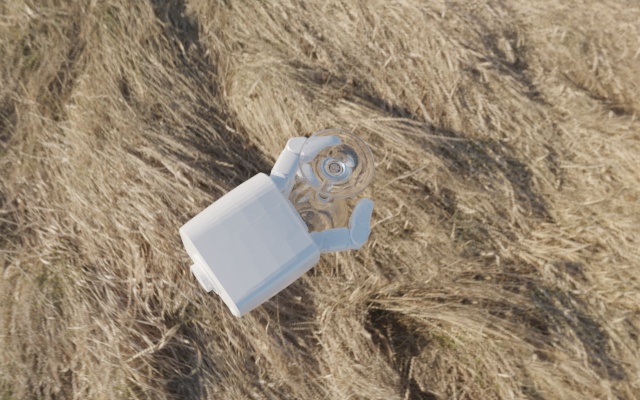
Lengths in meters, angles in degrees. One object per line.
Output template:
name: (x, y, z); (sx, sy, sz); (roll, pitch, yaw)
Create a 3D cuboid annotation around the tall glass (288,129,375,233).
tall glass: (0.000, 0.001, 0.547); (0.079, 0.079, 0.201); (0, -23, -9)
